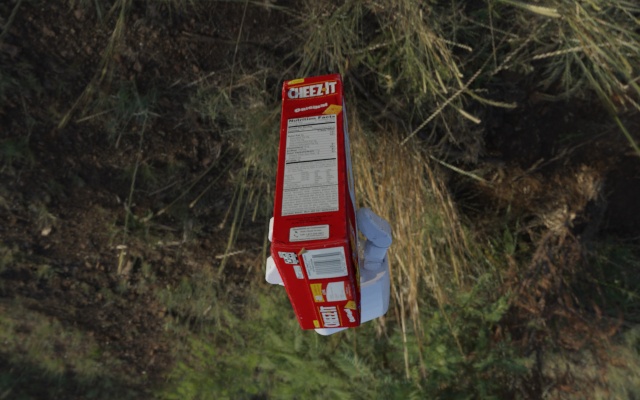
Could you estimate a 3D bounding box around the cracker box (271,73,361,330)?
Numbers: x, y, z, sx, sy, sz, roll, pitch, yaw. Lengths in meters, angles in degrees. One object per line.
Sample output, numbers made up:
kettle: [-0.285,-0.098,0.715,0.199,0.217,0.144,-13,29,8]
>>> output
cracker box: [0.000,0.002,0.498,0.072,0.213,0.164,-5,-39,6]
